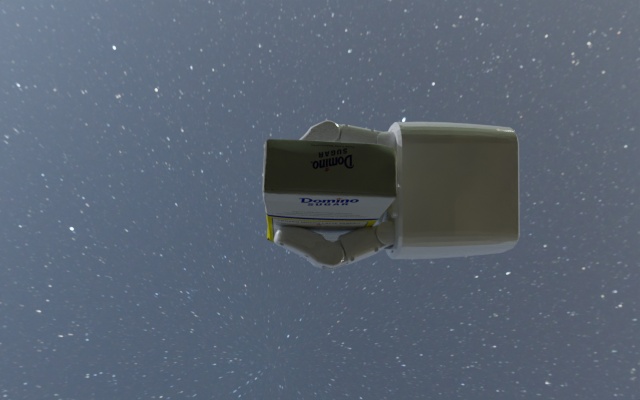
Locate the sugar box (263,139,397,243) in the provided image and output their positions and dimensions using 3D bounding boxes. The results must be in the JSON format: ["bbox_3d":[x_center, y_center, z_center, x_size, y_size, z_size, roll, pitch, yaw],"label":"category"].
[{"bbox_3d":[0.000,0.001,0.404,0.093,0.048,0.176,2,-18,-5],"label":"sugar box"}]
